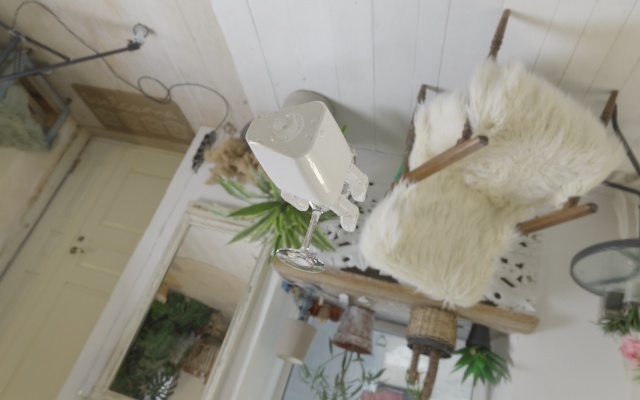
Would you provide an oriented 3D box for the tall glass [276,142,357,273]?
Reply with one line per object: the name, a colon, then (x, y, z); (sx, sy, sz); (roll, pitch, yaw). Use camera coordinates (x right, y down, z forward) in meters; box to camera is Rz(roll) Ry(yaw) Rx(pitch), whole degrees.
tall glass: (0.000, 0.003, 0.724); (0.079, 0.201, 0.079); (15, -27, 8)
